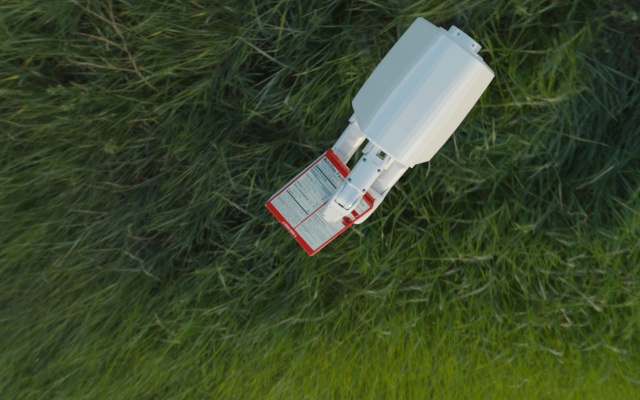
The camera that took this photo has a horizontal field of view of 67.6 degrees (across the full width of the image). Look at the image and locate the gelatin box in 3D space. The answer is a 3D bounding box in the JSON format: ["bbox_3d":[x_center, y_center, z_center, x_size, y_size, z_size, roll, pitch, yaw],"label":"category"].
[{"bbox_3d":[0.000,0.002,0.492,0.089,0.073,0.030,-39,8,17],"label":"gelatin box"}]
